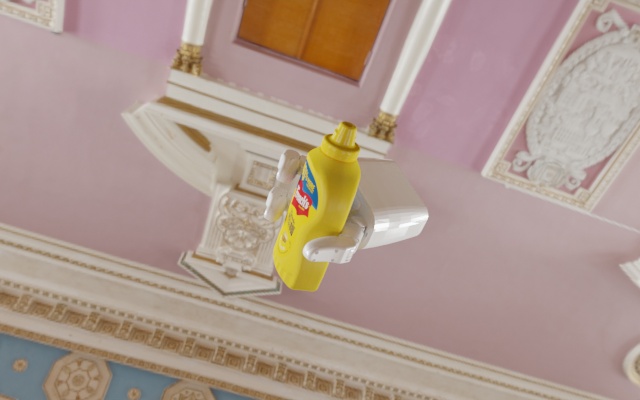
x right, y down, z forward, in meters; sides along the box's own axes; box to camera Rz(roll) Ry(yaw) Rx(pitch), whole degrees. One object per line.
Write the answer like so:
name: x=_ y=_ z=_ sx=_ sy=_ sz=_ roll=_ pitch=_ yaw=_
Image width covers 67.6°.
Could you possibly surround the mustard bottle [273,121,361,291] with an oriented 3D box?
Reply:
mustard bottle: x=0.000 y=0.002 z=0.532 sx=0.058 sy=0.192 sz=0.096 roll=10 pitch=30 yaw=-19
